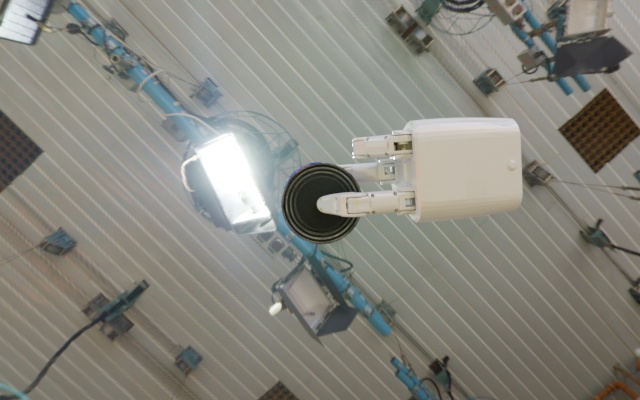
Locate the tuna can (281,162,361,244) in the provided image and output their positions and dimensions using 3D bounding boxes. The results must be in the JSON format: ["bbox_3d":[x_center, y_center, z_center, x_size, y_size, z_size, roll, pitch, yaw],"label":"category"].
[{"bbox_3d":[0.000,0.002,0.512,0.086,0.086,0.033,0,7,-8],"label":"tuna can"}]
